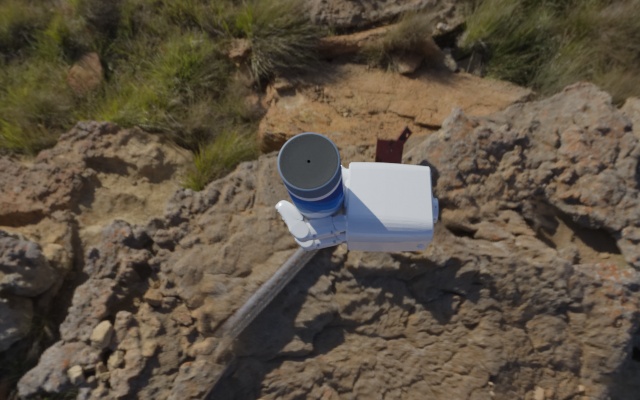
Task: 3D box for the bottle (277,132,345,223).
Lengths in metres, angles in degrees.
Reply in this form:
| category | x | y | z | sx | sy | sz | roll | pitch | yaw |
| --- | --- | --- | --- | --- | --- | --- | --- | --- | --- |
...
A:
| category | x | y | z | sx | sy | sz | roll | pitch | yaw |
| --- | --- | --- | --- | --- | --- | --- | --- | --- | --- |
| bottle | 0.000 | 0.002 | 0.636 | 0.069 | 0.069 | 0.296 | 0 | -17 | 5 |
